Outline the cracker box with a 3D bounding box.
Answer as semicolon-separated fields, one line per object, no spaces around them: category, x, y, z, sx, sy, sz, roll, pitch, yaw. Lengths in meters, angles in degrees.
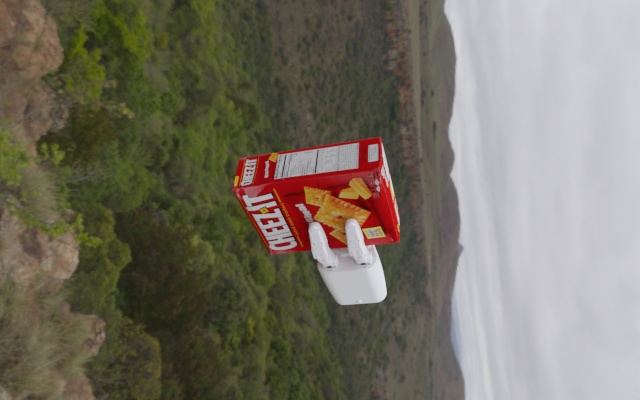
cracker box;0.000;0.002;0.711;0.214;0.072;0.164;-7;-43;14
